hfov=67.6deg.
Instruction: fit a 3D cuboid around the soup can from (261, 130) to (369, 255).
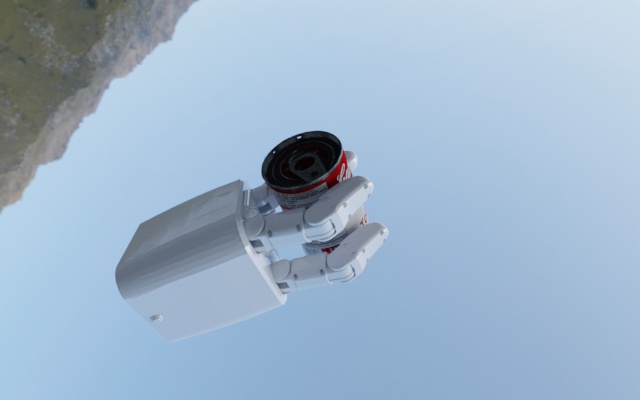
[{"bbox_3d":[0.001,0.001,0.408,0.068,0.068,0.102,0,-44,25],"label":"soup can"}]
